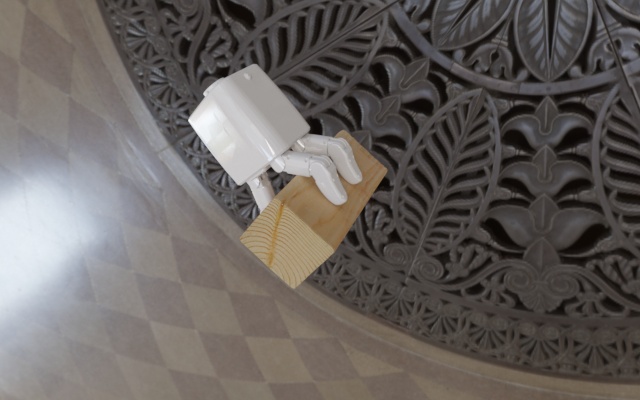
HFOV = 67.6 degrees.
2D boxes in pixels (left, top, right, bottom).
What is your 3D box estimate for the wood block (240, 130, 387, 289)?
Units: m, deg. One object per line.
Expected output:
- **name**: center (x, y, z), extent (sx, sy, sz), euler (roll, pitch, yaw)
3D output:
- **wood block**: center (0.000, 0.002, 0.614), extent (0.091, 0.090, 0.206), euler (-46, 3, 38)
